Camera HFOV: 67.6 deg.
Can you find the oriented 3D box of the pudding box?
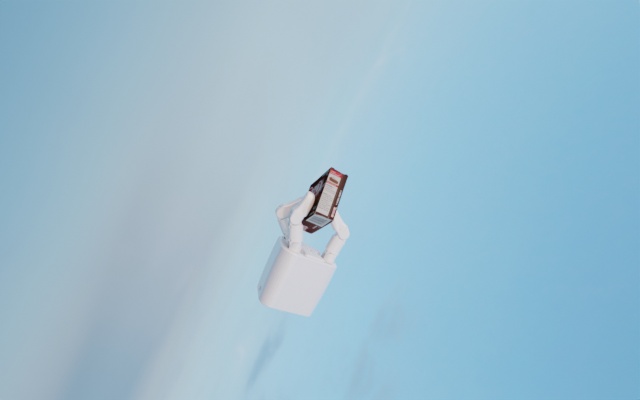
[{"bbox_3d":[0.000,0.003,0.829,0.039,0.090,0.113,24,-22,-15],"label":"pudding box"}]
